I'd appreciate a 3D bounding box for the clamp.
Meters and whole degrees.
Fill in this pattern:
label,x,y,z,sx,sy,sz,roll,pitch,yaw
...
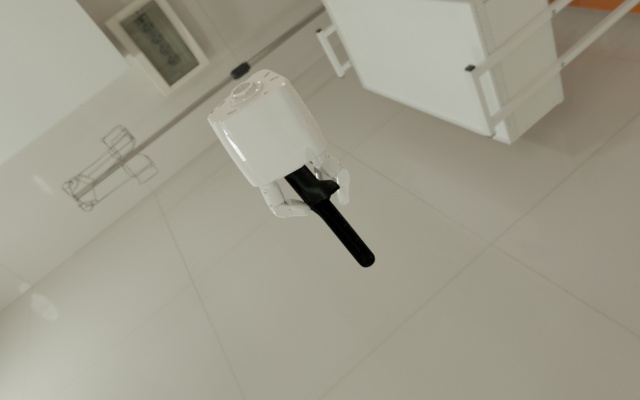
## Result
label,x,y,z,sx,sy,sz,roll,pitch,yaw
clamp,-0.001,0.002,0.691,0.036,0.165,0.210,-36,35,-9
